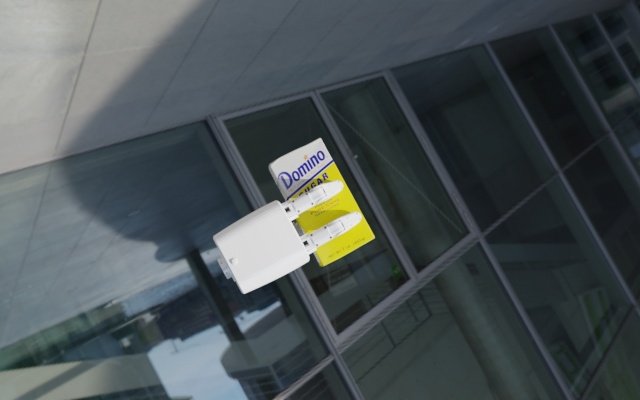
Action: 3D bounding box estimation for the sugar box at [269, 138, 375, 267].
[{"bbox_3d":[0.000,0.002,0.734,0.093,0.176,0.048,-28,-3,-9],"label":"sugar box"}]
